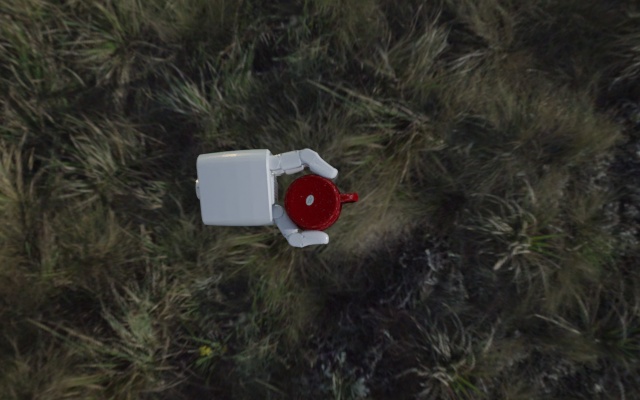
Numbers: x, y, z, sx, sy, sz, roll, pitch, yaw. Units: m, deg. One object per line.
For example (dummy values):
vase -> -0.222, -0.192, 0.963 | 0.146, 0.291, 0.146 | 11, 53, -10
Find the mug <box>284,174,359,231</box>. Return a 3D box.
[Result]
mug -> 0.002, 0.002, 0.733 | 0.117, 0.093, 0.081 | -4, -3, 2
